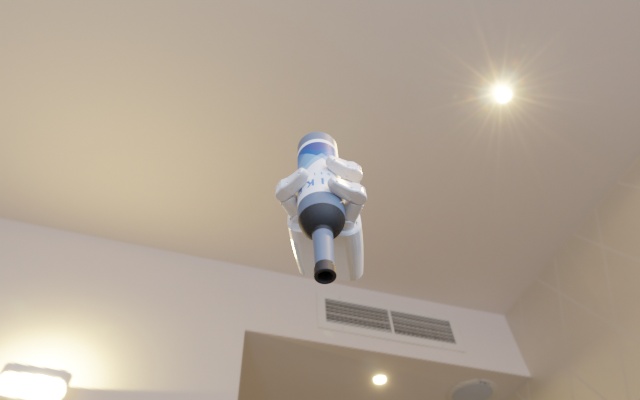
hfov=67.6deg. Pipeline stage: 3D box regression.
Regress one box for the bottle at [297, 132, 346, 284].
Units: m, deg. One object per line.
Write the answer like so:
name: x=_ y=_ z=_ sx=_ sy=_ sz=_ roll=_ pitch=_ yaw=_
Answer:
bottle: x=0.000 y=0.002 z=0.689 sx=0.069 sy=0.069 sz=0.295 roll=0 pitch=38 yaw=-3
